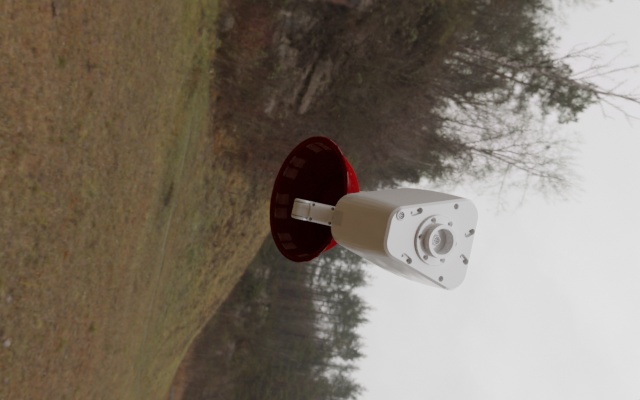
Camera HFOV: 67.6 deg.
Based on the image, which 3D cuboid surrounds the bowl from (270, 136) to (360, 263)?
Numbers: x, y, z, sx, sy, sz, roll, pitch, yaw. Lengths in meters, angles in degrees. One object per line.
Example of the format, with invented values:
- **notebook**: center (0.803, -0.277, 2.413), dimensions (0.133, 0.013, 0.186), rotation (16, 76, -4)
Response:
- **bowl**: center (0.000, 0.002, 0.618), dimensions (0.055, 0.162, 0.162), rotation (13, -8, -38)
